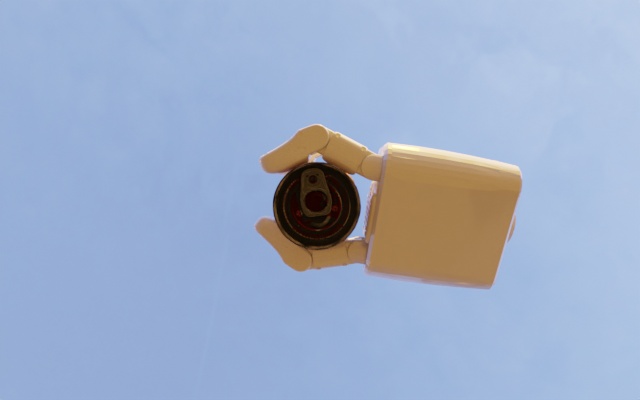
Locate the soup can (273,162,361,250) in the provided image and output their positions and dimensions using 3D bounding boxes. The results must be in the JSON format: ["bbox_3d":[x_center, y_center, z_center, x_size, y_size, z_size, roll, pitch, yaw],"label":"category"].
[{"bbox_3d":[0.000,0.001,0.414,0.068,0.068,0.102,0,3,4],"label":"soup can"}]
